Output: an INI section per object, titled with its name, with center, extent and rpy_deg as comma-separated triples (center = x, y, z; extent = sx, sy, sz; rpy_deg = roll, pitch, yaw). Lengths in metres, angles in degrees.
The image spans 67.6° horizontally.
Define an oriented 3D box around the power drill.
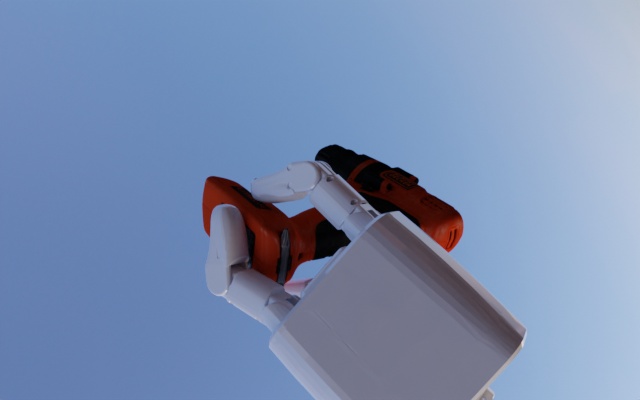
[power drill]
center = 0.000, 0.002, 0.410
extent = 0.187, 0.057, 0.184
rpy_deg = -12, 31, -34
